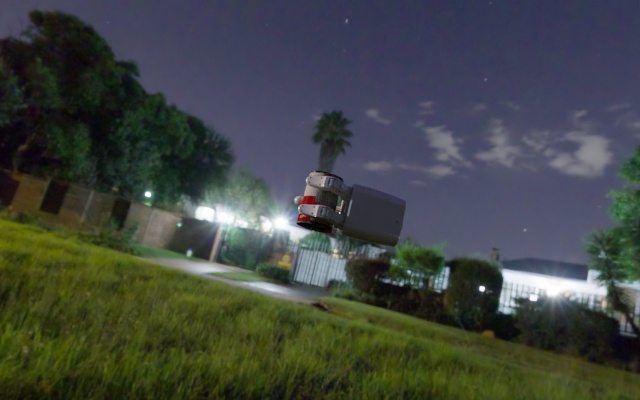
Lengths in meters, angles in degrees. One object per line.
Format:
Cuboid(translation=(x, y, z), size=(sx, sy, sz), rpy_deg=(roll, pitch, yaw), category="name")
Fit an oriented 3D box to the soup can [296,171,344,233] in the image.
Cuboid(translation=(0.000, 0.003, 0.895), size=(0.068, 0.102, 0.068), rpy_deg=(14, -13, 3), category="soup can")
